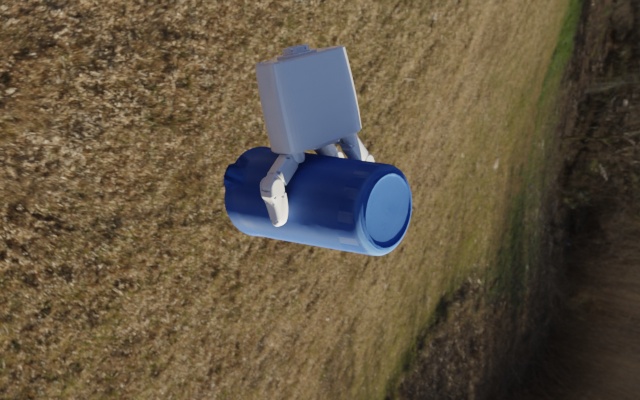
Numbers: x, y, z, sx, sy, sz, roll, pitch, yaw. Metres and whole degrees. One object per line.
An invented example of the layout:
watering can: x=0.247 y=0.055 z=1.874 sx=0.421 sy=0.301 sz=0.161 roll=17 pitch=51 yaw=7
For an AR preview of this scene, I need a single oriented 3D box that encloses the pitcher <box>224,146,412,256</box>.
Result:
pitcher: x=0.000 y=0.002 z=0.636 sx=0.243 sy=0.145 sz=0.149 roll=9 pitch=30 yaw=44
